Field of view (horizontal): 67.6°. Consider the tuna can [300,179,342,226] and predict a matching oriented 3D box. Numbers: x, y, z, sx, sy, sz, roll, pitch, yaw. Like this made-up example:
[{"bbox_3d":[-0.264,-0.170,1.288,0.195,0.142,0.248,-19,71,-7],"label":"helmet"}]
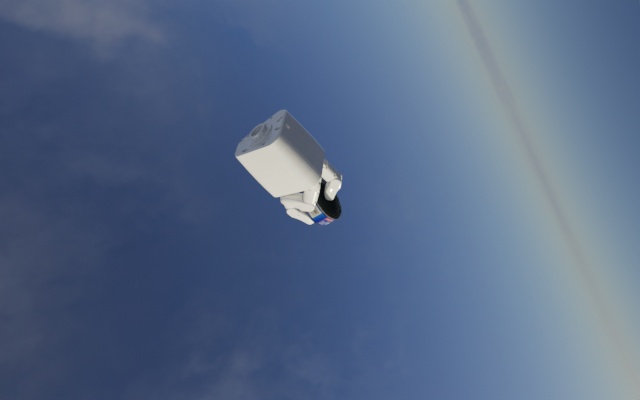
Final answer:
[{"bbox_3d":[0.000,0.003,0.890,0.034,0.086,0.086,-30,-15,27],"label":"tuna can"}]
